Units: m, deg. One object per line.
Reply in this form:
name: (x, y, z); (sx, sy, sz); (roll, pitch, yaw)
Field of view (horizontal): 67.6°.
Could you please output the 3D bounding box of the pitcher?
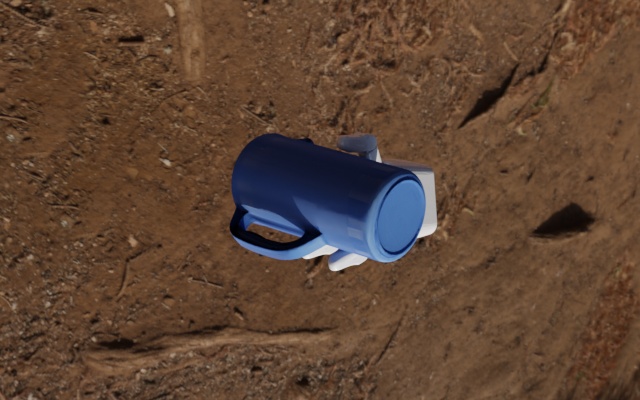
pitcher: (0.000, 0.002, 0.607); (0.145, 0.149, 0.243); (-2, 14, -45)
